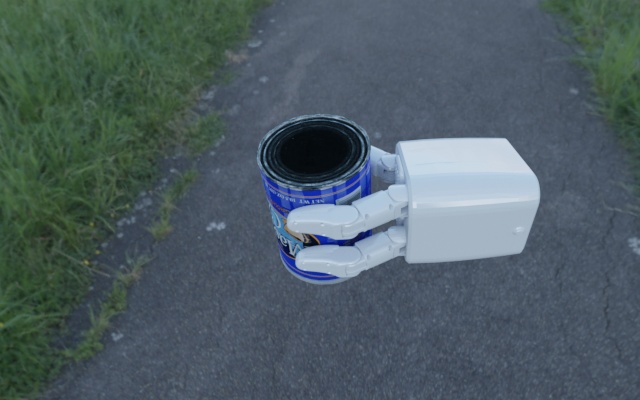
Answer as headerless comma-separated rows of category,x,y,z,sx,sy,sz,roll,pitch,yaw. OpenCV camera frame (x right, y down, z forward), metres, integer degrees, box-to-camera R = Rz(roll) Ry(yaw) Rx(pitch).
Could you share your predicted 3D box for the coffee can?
coffee can,0.000,0.002,0.473,0.103,0.102,0.140,0,-44,7
